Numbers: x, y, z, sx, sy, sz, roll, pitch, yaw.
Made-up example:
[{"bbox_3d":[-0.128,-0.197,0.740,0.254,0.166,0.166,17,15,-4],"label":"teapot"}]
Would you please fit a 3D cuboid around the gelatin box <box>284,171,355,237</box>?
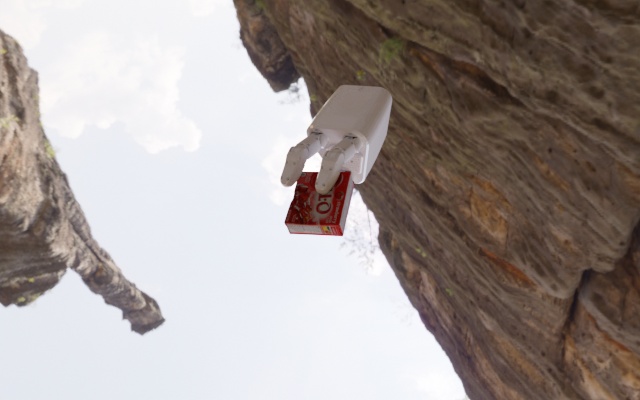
[{"bbox_3d":[0.000,0.003,0.620,0.073,0.089,0.030,2,-36,19],"label":"gelatin box"}]
